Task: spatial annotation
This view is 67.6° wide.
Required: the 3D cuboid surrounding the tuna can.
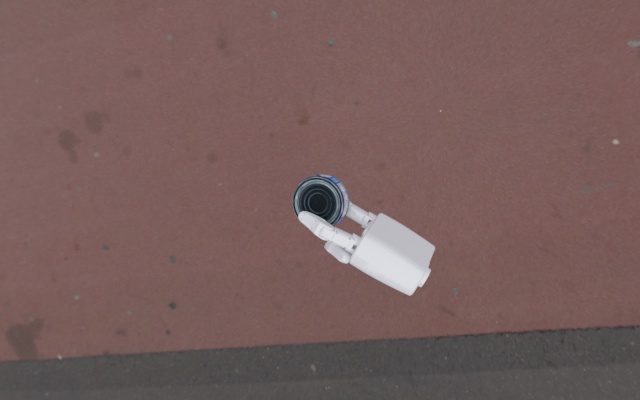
[{"bbox_3d":[0.000,0.002,0.747,0.086,0.086,0.033,0,8,19],"label":"tuna can"}]
